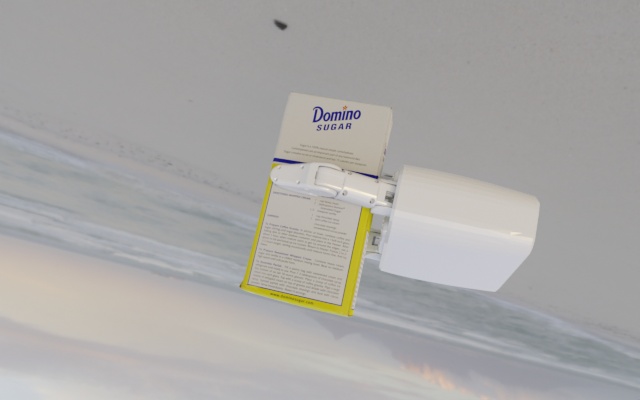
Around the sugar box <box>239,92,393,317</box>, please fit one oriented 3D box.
[{"bbox_3d":[0.000,0.002,0.408,0.093,0.176,0.048,12,-13,11],"label":"sugar box"}]
